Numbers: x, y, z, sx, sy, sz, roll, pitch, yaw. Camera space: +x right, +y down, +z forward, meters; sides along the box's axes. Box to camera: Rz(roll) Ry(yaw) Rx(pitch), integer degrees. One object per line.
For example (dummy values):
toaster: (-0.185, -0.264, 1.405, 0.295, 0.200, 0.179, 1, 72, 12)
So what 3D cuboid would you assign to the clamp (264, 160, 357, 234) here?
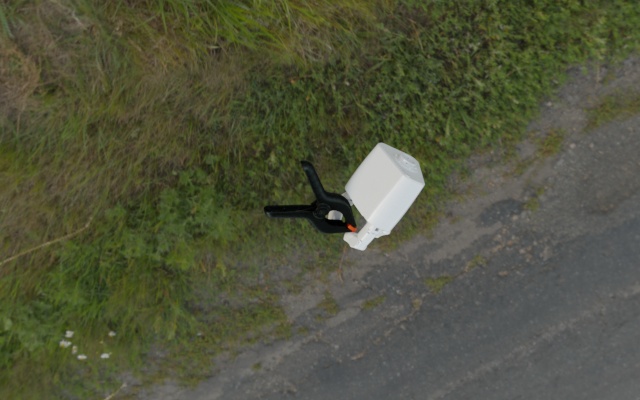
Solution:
clamp: (0.000, 0.003, 0.836, 0.171, 0.120, 0.039, 20, 30, -27)
